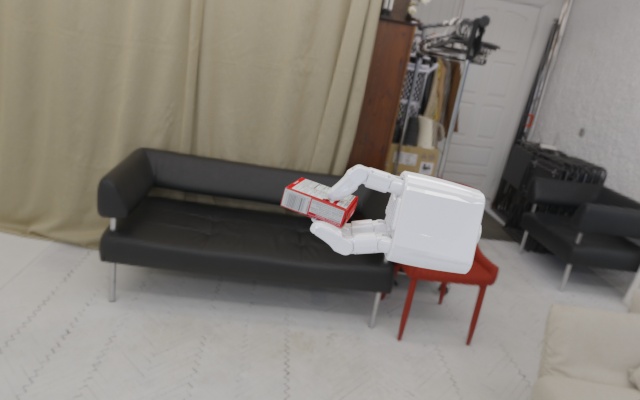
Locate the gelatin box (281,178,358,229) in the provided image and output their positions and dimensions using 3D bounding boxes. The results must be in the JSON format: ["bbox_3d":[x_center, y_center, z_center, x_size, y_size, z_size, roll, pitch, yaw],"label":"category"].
[{"bbox_3d":[0.000,0.002,0.643,0.089,0.030,0.073,20,18,9],"label":"gelatin box"}]
